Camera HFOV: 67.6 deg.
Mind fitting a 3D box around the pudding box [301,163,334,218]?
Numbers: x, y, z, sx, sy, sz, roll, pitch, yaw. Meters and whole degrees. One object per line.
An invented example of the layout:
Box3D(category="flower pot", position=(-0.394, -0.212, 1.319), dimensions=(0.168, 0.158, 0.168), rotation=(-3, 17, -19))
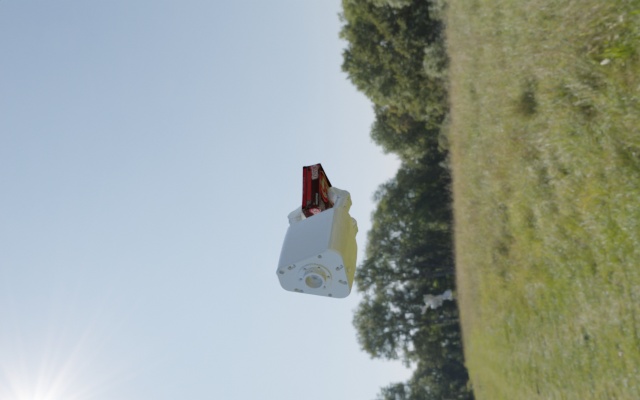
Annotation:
Box3D(category="pudding box", position=(0.000, 0.003, 0.836), dimensions=(0.039, 0.090, 0.114), rotation=(-7, -32, 13))
